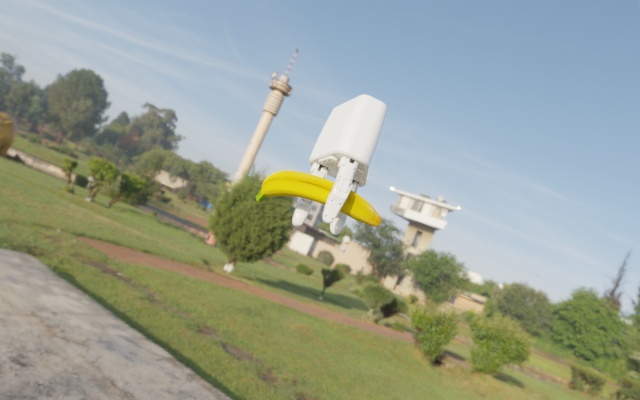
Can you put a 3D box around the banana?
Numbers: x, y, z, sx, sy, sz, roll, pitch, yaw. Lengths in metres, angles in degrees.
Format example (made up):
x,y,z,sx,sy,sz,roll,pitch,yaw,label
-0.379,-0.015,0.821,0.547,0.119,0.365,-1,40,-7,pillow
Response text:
x,y,z,sx,sy,sz,roll,pitch,yaw,label
-0.004,-0.008,0.704,0.198,0.037,0.070,14,-29,12,banana
